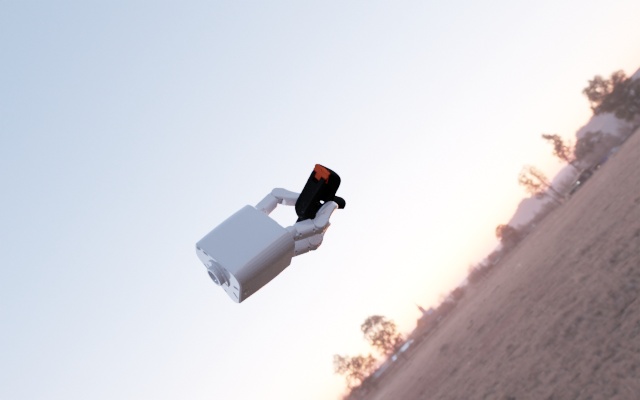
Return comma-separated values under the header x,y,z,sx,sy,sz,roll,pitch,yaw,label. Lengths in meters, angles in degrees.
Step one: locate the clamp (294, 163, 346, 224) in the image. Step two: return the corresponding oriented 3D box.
x,y,z,sx,sy,sz,roll,pitch,yaw,label
-0.001,0.002,0.791,0.164,0.036,0.210,-41,-19,-31,clamp
